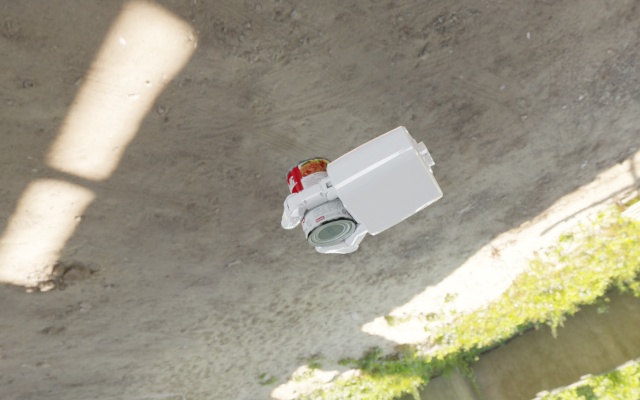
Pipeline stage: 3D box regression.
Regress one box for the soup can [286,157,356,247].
[{"bbox_3d":[0.000,0.003,0.637,0.068,0.102,0.068,-15,-30,-9],"label":"soup can"}]
